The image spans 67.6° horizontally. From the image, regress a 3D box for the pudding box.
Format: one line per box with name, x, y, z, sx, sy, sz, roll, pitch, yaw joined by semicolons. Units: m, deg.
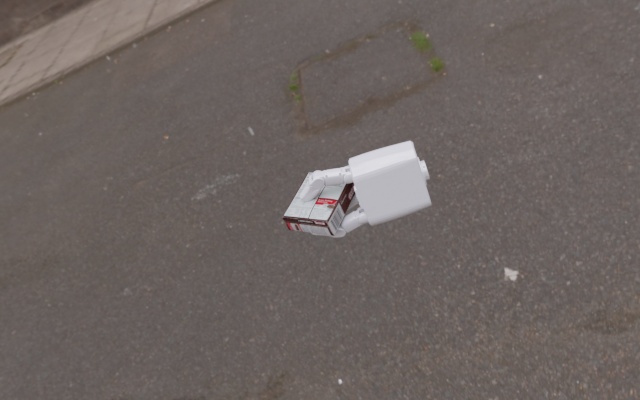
pudding box;0.000;0.003;0.811;0.090;0.113;0.039;5;-42;30
